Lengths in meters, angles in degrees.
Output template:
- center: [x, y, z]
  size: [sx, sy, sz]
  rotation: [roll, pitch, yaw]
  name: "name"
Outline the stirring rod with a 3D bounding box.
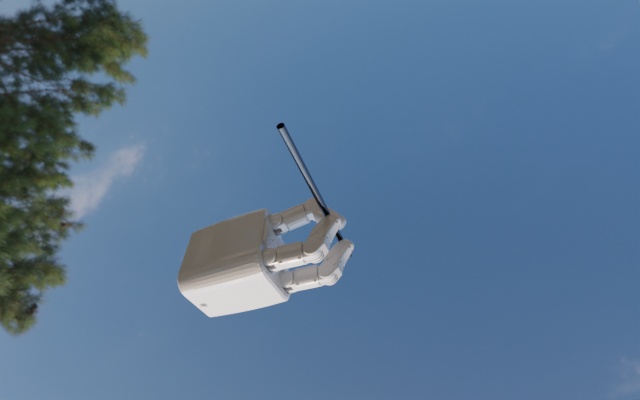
- center: [0.000, 0.002, 0.530]
  size: [0.011, 0.011, 0.240]
  rotation: [0, -36, 22]
  name: "stirring rod"
